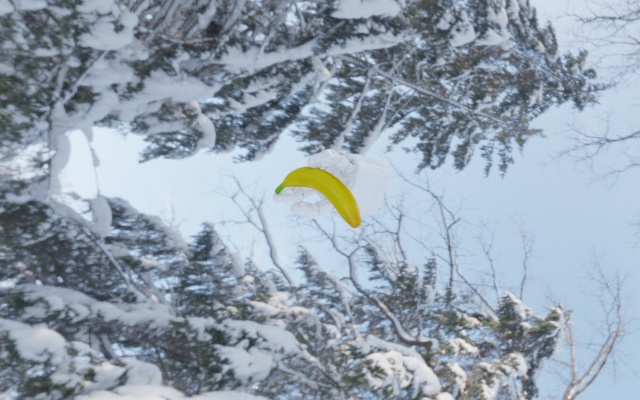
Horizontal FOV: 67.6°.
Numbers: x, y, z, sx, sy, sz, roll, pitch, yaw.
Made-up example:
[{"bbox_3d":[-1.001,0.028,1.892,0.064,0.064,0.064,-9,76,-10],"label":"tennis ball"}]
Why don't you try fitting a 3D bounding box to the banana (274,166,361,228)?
[{"bbox_3d":[0.003,-0.016,0.802,0.197,0.069,0.037,23,11,42],"label":"banana"}]
